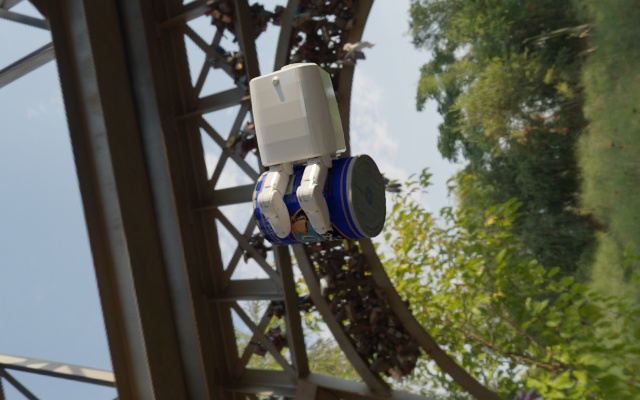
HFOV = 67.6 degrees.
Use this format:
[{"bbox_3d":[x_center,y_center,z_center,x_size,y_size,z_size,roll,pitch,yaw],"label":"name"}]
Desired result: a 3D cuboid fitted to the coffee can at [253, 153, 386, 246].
[{"bbox_3d":[0.000,0.002,0.610,0.140,0.103,0.103,-8,-4,29],"label":"coffee can"}]
